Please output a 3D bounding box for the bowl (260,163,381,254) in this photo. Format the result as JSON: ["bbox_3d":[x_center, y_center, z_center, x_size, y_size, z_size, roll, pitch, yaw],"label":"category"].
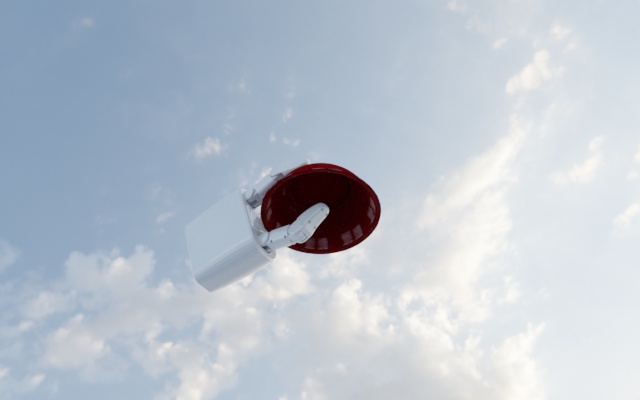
[{"bbox_3d":[0.001,0.002,0.658,0.162,0.162,0.055,0,43,-1],"label":"bowl"}]
